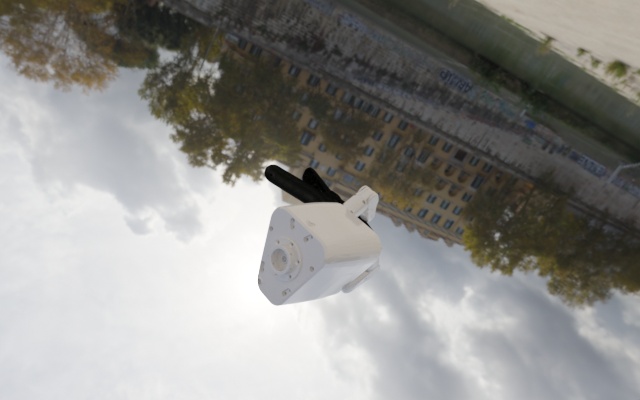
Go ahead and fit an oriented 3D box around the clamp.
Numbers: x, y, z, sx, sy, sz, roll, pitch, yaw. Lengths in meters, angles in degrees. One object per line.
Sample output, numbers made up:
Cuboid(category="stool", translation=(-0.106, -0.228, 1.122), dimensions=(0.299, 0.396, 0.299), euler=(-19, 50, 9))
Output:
Cuboid(category="clamp", translation=(0.000, 0.003, 0.663), dimensions=(0.171, 0.039, 0.120), euler=(42, 25, 30))
